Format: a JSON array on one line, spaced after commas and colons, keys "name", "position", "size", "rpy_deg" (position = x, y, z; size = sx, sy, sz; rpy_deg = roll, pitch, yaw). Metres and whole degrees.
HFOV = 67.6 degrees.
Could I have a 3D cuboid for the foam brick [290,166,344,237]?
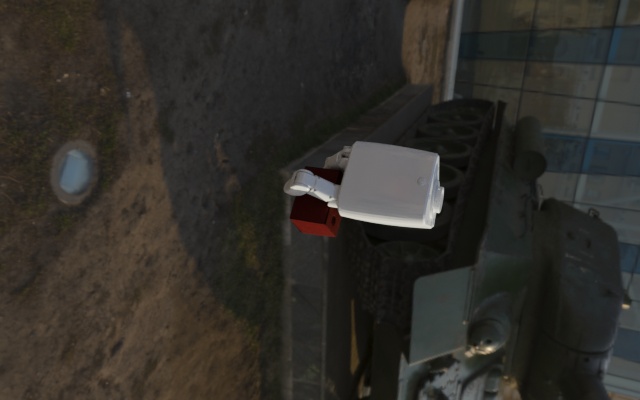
[{"name": "foam brick", "position": [0.000, 0.002, 0.625], "size": [0.051, 0.078, 0.053], "rpy_deg": [9, -19, 20]}]
